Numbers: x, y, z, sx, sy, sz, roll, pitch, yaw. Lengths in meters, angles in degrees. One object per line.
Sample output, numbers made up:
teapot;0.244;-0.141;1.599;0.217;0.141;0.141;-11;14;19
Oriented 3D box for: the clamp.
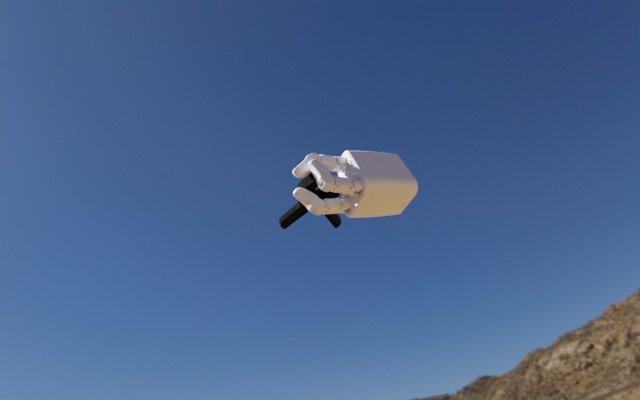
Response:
clamp;0.000;0.002;0.874;0.120;0.039;0.172;0;-34;-22
